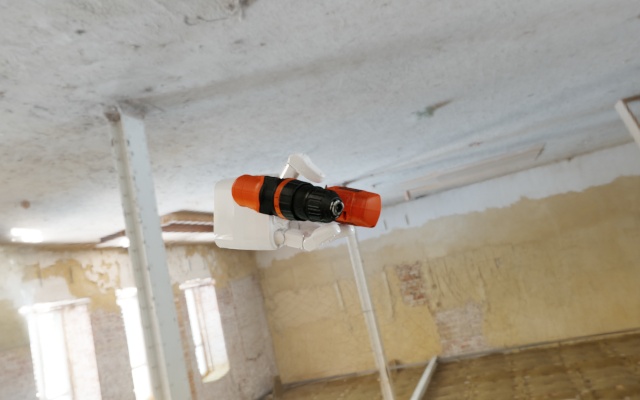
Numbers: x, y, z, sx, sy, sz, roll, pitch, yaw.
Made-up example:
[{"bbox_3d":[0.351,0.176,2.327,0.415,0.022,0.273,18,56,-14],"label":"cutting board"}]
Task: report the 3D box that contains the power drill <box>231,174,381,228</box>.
[{"bbox_3d":[0.000,0.002,0.650,0.184,0.057,0.188,13,2,42],"label":"power drill"}]
